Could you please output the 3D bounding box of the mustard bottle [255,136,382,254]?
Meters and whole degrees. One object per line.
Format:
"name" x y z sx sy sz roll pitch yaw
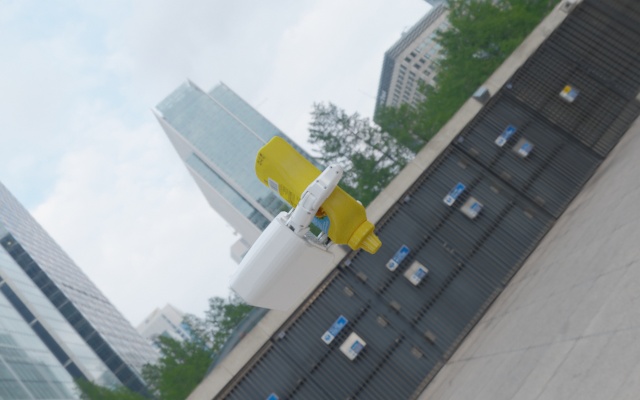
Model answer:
"mustard bottle" 0.000 0.002 0.623 0.191 0.058 0.096 40 -20 15
